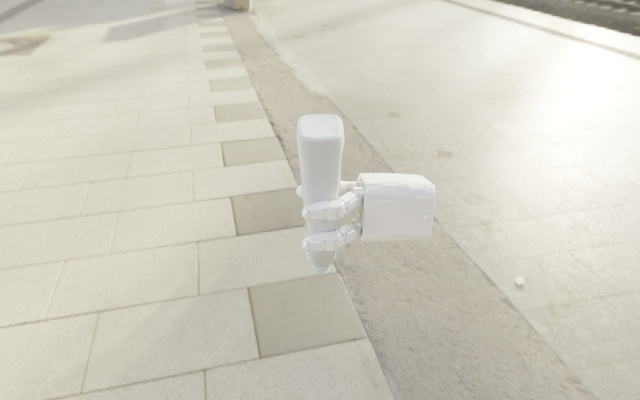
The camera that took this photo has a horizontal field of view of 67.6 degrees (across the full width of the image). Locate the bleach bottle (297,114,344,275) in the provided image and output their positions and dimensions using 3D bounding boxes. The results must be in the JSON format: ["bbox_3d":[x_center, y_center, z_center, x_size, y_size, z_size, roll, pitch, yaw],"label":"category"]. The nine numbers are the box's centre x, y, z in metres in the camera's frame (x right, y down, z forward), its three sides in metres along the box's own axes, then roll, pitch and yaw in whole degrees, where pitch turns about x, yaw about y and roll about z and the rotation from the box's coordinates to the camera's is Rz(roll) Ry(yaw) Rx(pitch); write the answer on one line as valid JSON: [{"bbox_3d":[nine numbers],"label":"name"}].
[{"bbox_3d":[0.000,0.002,0.739,0.068,0.251,0.102,-1,30,-1],"label":"bleach bottle"}]
